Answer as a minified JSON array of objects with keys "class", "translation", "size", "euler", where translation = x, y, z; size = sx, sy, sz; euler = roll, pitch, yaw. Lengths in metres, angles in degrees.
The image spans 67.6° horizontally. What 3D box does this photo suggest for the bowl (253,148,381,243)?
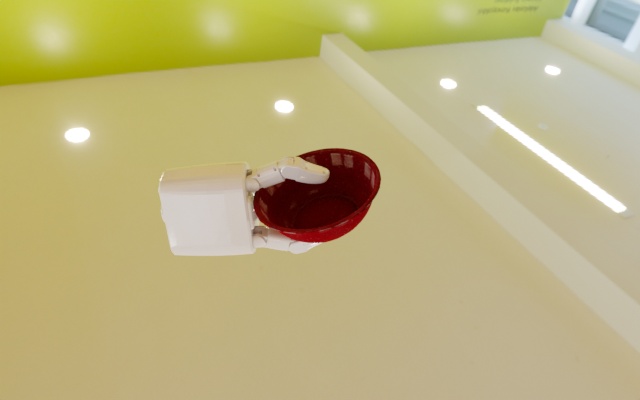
[{"class":"bowl","translation":[0.001,0.002,0.602],"size":[0.162,0.055,0.162],"euler":[-11,39,9]}]
